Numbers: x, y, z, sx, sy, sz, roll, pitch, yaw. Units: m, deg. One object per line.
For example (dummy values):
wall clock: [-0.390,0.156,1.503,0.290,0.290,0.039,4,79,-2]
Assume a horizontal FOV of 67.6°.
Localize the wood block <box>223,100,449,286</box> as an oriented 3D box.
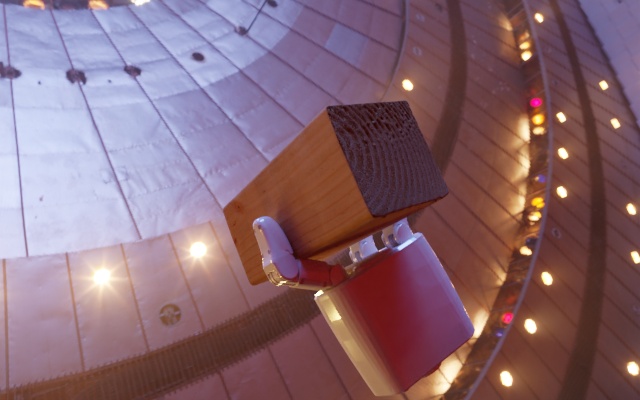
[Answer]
wood block: [0.000,0.002,0.438,0.091,0.090,0.206,-14,-14,-38]
